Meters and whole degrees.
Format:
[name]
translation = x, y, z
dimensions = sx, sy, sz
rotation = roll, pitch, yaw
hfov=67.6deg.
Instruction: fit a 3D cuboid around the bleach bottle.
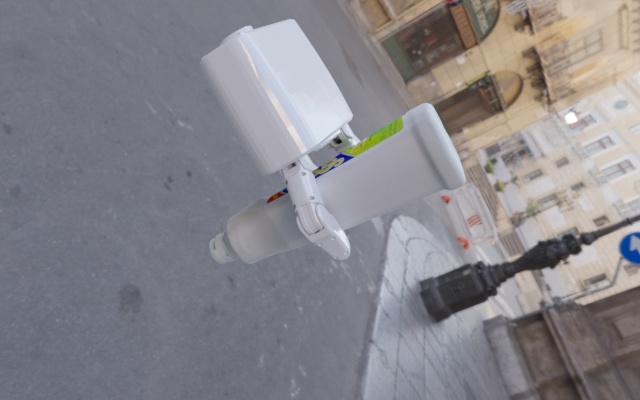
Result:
[bleach bottle]
translation = 0.000, 0.001, 0.439
dimensions = 0.251, 0.068, 0.102
rotation = -27, 12, 19
